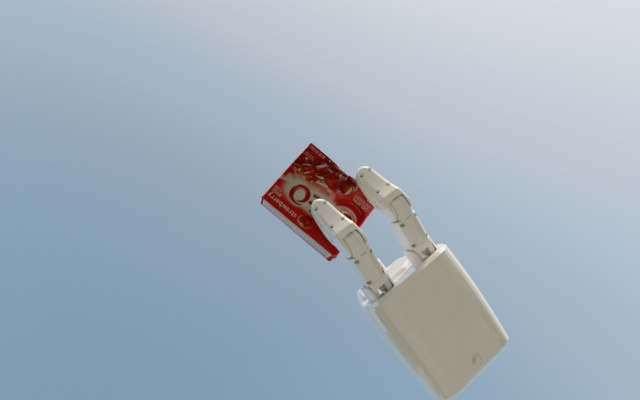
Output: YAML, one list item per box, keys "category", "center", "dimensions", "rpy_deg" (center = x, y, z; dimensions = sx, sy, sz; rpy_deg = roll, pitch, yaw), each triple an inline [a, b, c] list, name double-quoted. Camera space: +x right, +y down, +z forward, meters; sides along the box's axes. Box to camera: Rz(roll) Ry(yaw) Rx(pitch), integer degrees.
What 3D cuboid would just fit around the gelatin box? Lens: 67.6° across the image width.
- category: "gelatin box"
  center: [0.000, 0.001, 0.453]
  dimensions: [0.089, 0.073, 0.030]
  rpy_deg: [40, -18, 1]
